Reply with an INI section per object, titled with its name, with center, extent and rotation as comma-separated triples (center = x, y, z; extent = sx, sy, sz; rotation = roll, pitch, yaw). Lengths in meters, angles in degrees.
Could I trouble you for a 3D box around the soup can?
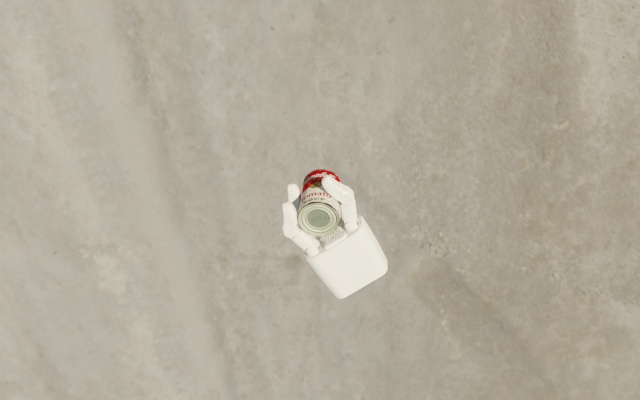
[soup can]
center = 0.000, 0.002, 0.781
extent = 0.068, 0.068, 0.102
rotation = 0, 34, 5
